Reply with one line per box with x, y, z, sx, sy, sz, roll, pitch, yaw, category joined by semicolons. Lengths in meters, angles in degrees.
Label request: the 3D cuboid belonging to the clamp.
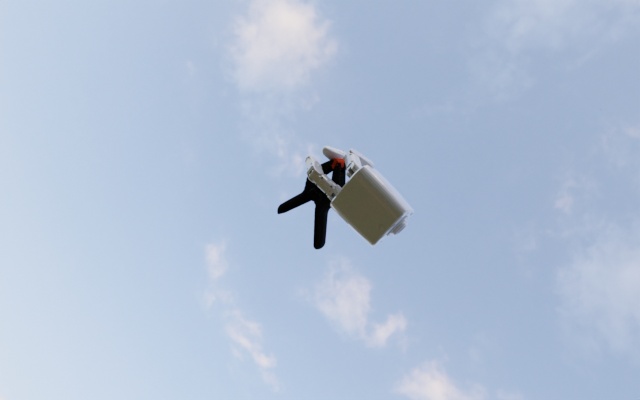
0.000;0.003;0.875;0.171;0.120;0.039;-51;-16;27;clamp
